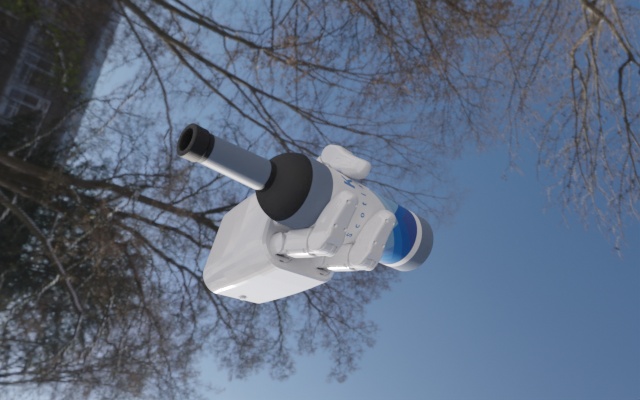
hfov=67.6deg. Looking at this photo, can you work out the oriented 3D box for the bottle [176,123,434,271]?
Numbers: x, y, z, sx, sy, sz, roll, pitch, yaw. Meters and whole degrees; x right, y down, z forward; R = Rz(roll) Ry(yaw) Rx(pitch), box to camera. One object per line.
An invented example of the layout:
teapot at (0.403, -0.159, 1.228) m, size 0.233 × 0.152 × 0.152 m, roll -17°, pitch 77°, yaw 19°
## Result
bottle at (0.000, 0.002, 0.455) m, size 0.296 × 0.069 × 0.069 m, roll 25°, pitch -17°, yaw -40°
